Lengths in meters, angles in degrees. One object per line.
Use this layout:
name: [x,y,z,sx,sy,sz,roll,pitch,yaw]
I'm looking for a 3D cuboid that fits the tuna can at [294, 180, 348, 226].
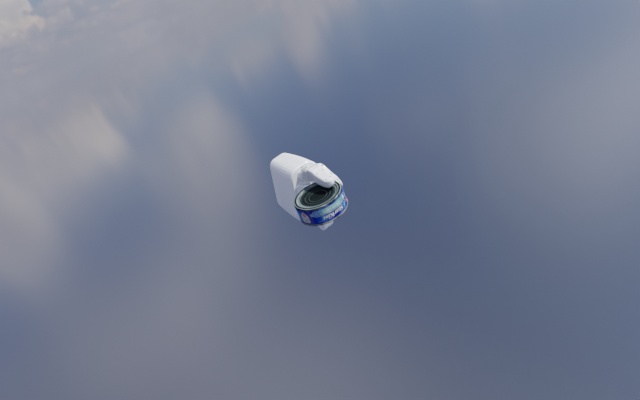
tuna can: [0.000,0.002,0.788,0.086,0.034,0.086,-17,31,11]
